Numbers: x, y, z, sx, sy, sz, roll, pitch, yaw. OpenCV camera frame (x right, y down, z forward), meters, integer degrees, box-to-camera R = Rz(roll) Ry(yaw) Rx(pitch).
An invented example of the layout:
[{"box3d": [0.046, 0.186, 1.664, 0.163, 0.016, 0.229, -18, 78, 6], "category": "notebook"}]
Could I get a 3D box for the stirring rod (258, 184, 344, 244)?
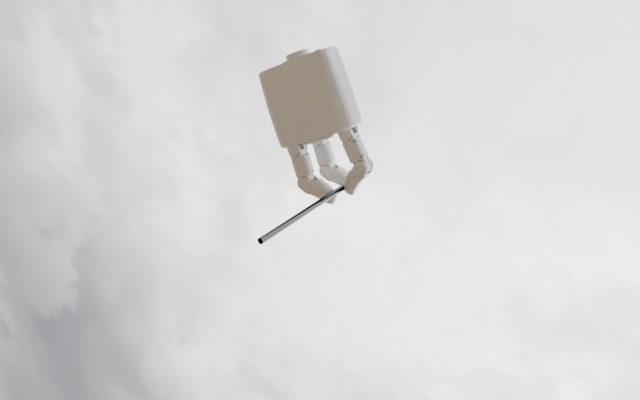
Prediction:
[{"box3d": [0.000, 0.002, 0.624, 0.011, 0.011, 0.239, 0, 21, 37], "category": "stirring rod"}]
